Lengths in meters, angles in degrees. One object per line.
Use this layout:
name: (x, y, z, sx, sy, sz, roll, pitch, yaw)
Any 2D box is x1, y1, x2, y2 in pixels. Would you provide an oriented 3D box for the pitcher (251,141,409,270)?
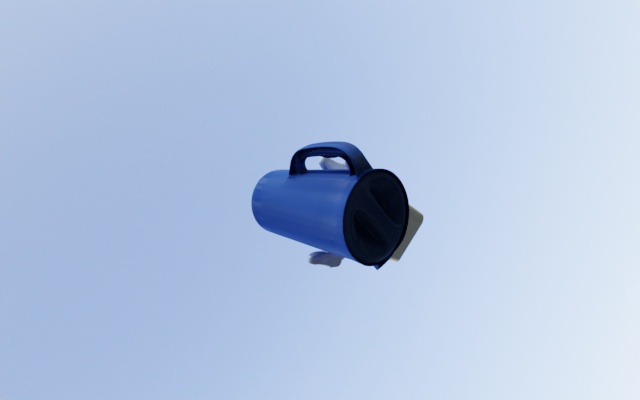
pitcher: (0.000, 0.002, 0.723, 0.145, 0.149, 0.243, 25, -11, -41)
